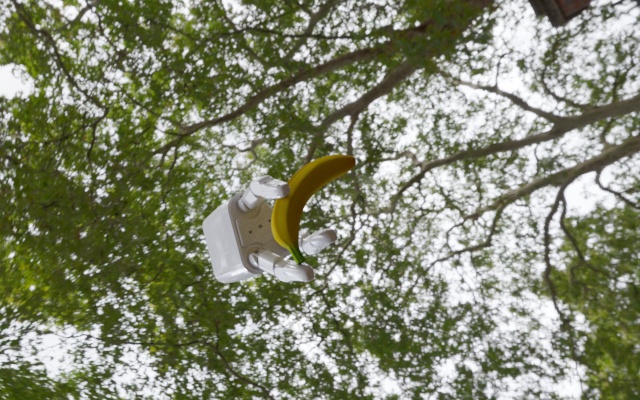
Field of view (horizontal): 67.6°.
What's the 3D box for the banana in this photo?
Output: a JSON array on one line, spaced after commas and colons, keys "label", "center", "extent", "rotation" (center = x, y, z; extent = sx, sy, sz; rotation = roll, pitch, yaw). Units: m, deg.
[{"label": "banana", "center": [-0.015, -0.007, 0.634], "extent": [0.069, 0.197, 0.037], "rotation": [40, -37, -14]}]
